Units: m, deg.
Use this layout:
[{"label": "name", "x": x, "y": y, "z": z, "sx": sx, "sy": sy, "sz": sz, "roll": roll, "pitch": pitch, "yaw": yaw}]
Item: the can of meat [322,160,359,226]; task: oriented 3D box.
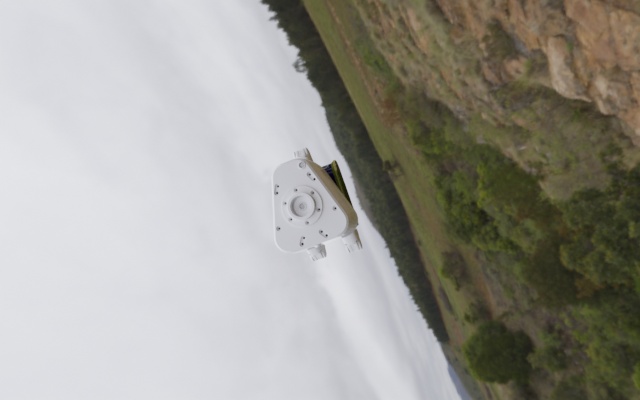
[{"label": "can of meat", "x": 0.000, "y": 0.002, "z": 0.706, "sx": 0.084, "sy": 0.102, "sz": 0.057, "roll": -20, "pitch": -2, "yaw": 7}]
